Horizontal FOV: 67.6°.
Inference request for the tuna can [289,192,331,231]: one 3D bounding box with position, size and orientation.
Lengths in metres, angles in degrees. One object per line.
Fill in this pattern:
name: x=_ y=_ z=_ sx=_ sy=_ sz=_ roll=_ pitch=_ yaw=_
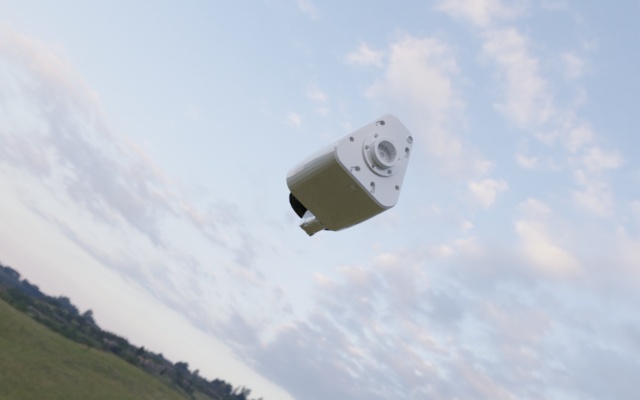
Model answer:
tuna can: x=0.000 y=0.002 z=0.674 sx=0.086 sy=0.086 sz=0.033 roll=0 pitch=44 yaw=41
